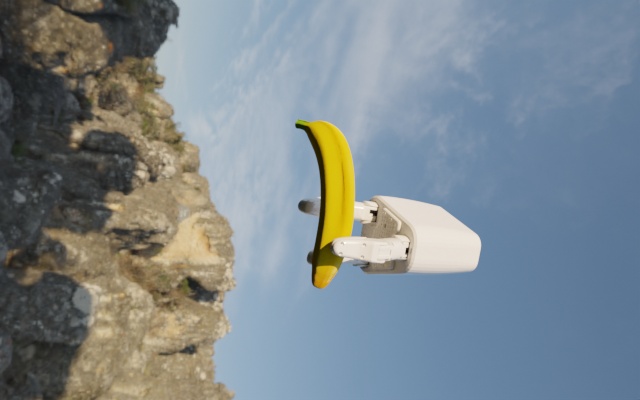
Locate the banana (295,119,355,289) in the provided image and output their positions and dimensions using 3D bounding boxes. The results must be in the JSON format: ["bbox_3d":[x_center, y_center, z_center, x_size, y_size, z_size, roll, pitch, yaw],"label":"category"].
[{"bbox_3d":[0.010,-0.007,0.518,0.037,0.197,0.070,5,-18,-32],"label":"banana"}]
